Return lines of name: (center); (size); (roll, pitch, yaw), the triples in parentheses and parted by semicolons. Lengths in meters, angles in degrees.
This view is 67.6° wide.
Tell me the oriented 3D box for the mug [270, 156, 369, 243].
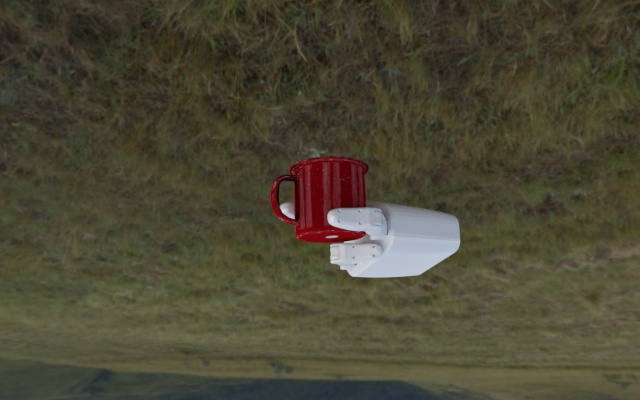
mug: (-0.001, 0.002, 0.539); (0.117, 0.081, 0.093); (6, -16, -26)
